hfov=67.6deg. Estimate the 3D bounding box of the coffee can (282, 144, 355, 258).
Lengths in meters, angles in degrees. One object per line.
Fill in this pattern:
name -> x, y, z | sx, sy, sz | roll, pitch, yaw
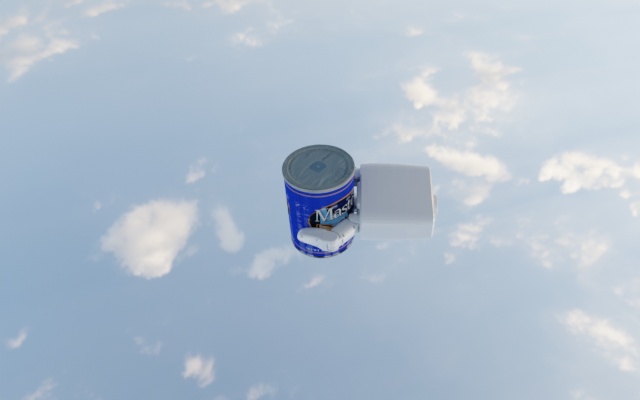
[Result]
coffee can -> 0.000, 0.002, 0.715 | 0.103, 0.140, 0.102 | -2, 43, 2
